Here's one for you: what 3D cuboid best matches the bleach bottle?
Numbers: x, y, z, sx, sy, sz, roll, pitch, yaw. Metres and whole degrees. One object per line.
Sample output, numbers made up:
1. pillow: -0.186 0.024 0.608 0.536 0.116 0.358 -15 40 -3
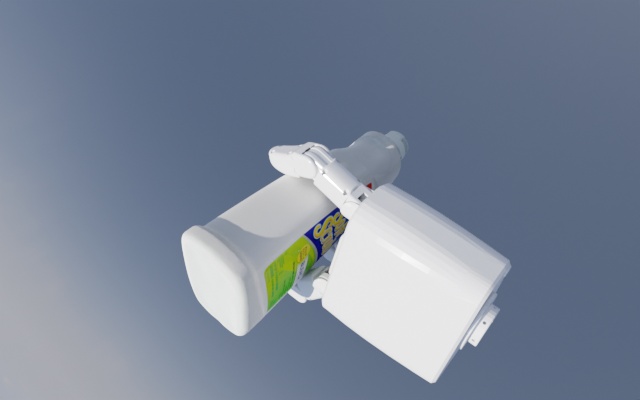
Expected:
1. bleach bottle: 0.000 0.001 0.423 0.068 0.103 0.250 34 54 23
